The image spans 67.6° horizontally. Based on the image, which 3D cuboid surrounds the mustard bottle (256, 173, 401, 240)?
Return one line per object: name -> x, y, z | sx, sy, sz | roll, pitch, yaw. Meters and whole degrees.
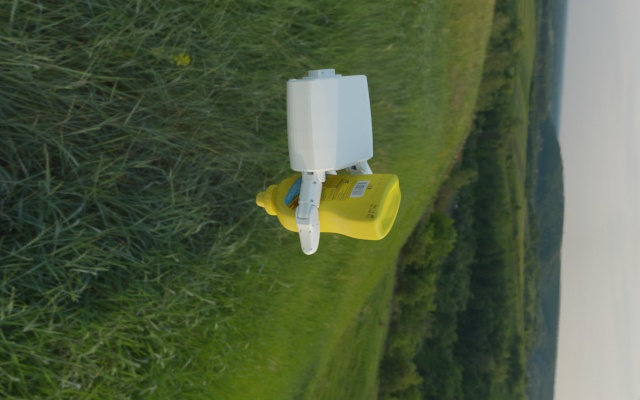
mustard bottle -> 0.000, 0.002, 0.619 | 0.191, 0.058, 0.096 | 3, 41, 26
